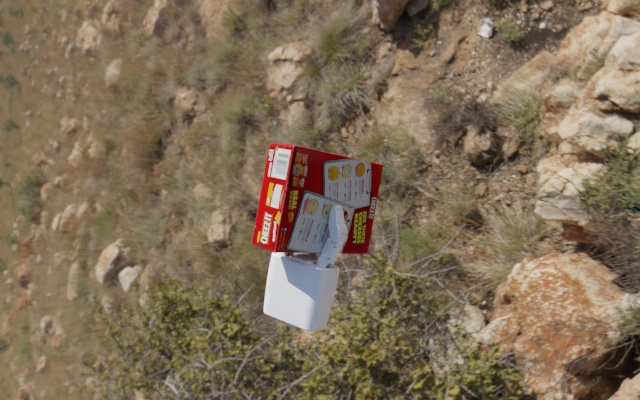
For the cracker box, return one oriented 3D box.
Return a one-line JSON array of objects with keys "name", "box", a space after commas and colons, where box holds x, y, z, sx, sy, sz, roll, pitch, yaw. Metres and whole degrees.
[{"name": "cracker box", "box": [0.000, 0.003, 0.793, 0.214, 0.164, 0.072, 6, 5, -45]}]
